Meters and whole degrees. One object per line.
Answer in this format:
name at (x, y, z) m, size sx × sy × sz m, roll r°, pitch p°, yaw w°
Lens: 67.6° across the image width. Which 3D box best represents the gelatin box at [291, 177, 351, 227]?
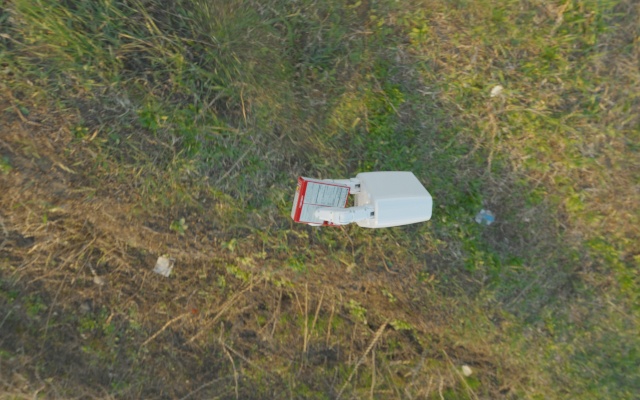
gelatin box at (0.000, 0.003, 0.813) m, size 0.089 × 0.073 × 0.030 m, roll 7°, pitch 14°, yaw -23°
